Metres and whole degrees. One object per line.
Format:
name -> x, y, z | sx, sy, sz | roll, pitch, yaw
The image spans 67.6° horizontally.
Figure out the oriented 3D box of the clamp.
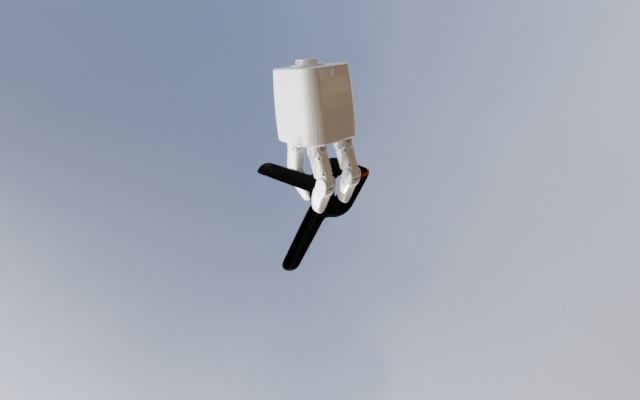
clamp -> 0.000, 0.002, 0.729 | 0.036, 0.165, 0.210 | 11, 24, 44
